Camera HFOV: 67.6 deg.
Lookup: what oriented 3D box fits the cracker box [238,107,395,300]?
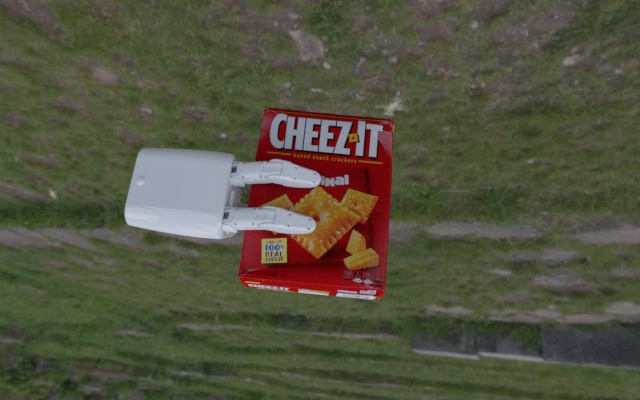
[{"bbox_3d":[0.000,0.002,0.572,0.164,0.213,0.072,6,-19,0],"label":"cracker box"}]
